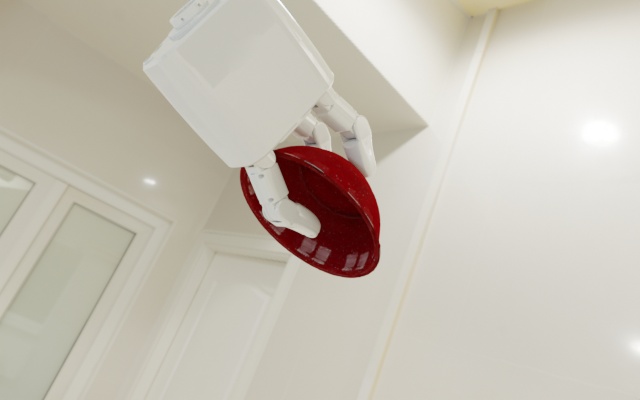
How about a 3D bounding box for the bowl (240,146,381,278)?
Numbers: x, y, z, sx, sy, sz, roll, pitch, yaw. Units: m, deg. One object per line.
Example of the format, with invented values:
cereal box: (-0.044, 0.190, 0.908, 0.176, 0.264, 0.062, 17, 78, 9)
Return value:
bowl: (0.001, 0.002, 0.471, 0.162, 0.162, 0.055, 0, 40, 46)
